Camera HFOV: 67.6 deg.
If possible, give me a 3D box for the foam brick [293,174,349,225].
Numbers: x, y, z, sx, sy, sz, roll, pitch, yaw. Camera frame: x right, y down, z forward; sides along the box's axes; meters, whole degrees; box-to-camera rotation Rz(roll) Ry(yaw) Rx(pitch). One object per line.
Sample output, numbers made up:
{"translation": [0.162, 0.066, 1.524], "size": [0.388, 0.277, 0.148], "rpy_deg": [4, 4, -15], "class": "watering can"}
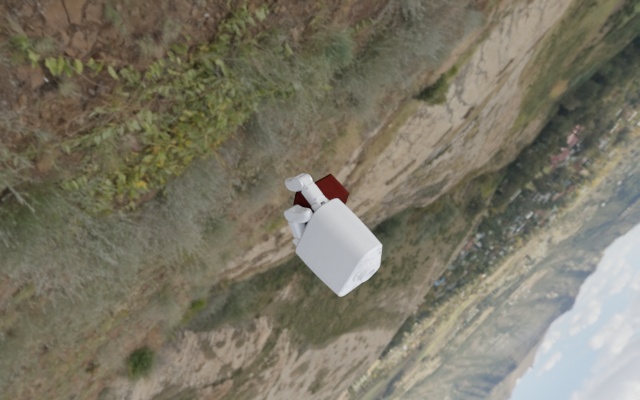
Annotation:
{"translation": [0.000, 0.002, 0.792], "size": [0.078, 0.051, 0.053], "rpy_deg": [-30, -28, -31], "class": "foam brick"}
